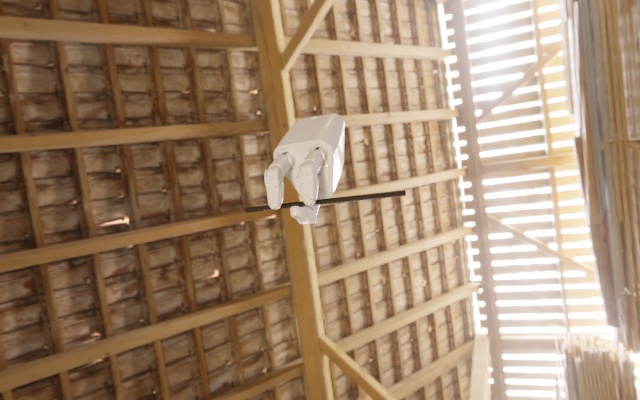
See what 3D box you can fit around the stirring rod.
[{"bbox_3d":[0.000,0.002,0.672,0.239,0.011,0.011,-6,-2,22],"label":"stirring rod"}]
